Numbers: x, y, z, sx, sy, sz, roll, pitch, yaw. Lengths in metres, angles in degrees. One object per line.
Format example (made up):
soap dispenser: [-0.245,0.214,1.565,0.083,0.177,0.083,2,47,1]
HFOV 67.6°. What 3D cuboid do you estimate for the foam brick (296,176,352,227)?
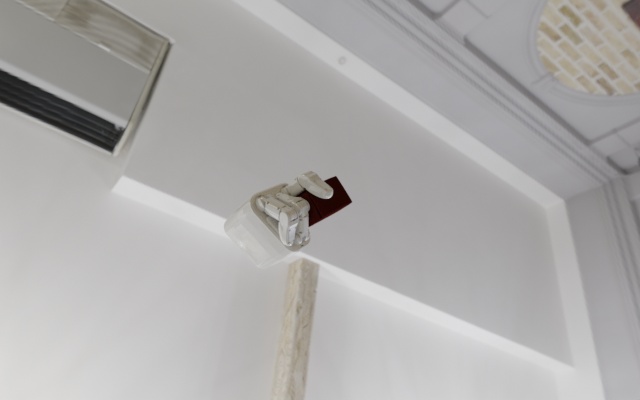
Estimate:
foam brick: [0.000,0.002,0.765,0.078,0.053,0.051,-25,-7,-44]
